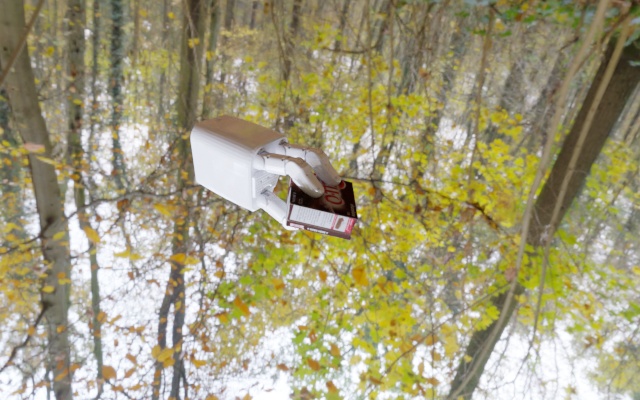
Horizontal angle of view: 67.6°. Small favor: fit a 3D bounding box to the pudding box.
[{"bbox_3d":[0.000,0.002,0.646,0.090,0.039,0.113,12,29,-7],"label":"pudding box"}]
